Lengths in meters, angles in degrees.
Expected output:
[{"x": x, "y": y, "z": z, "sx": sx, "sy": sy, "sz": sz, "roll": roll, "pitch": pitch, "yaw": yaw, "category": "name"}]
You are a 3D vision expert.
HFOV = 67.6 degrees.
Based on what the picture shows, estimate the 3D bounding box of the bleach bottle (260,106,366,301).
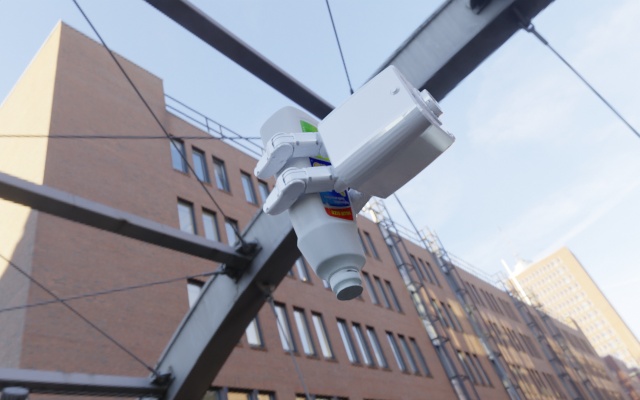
[{"x": 0.000, "y": 0.002, "z": 0.549, "sx": 0.068, "sy": 0.250, "sz": 0.102, "roll": -39, "pitch": -42, "yaw": 22, "category": "bleach bottle"}]
